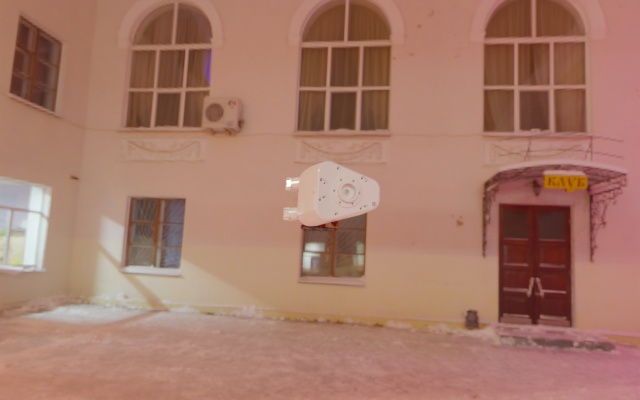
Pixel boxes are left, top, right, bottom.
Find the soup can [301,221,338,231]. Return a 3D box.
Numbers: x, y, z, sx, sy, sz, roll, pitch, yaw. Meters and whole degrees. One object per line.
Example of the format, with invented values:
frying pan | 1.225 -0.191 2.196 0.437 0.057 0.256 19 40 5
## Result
soup can | 0.000 0.003 0.869 0.068 0.102 0.068 3 -6 0
